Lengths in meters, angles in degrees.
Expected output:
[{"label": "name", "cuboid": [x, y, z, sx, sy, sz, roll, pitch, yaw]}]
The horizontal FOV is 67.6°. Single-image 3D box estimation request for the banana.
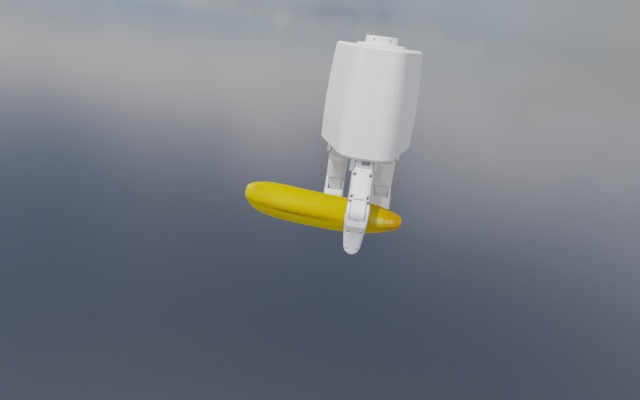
[{"label": "banana", "cuboid": [-0.012, 0.004, 0.530, 0.198, 0.037, 0.069, 13, 16, 26]}]
